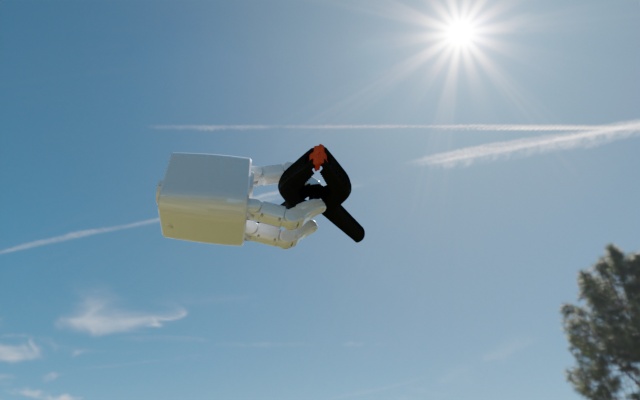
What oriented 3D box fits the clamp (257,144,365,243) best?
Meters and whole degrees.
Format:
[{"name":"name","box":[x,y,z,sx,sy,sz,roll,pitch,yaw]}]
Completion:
[{"name":"clamp","box":[0.000,0.001,0.648,0.164,0.036,0.210,6,-33,-9]}]
